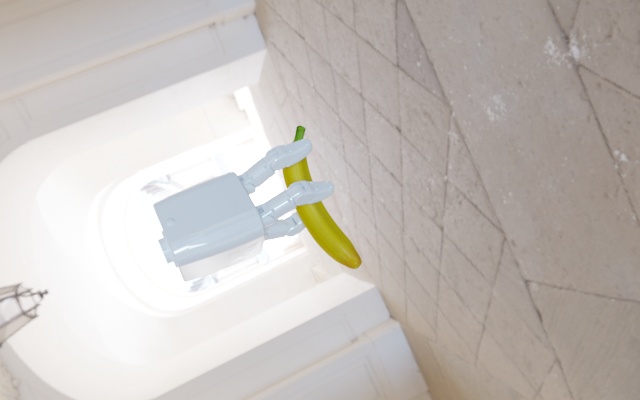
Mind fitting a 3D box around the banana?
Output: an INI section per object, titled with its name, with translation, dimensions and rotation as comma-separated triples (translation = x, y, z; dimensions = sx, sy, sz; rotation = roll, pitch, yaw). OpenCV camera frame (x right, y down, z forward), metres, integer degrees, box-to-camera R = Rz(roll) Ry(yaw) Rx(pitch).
[banana]
translation = -0.008, 0.005, 0.624
dimensions = 0.037, 0.197, 0.070
rotation = -20, -10, -27
